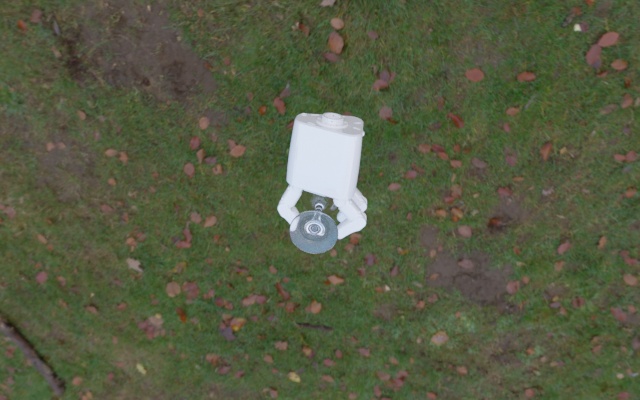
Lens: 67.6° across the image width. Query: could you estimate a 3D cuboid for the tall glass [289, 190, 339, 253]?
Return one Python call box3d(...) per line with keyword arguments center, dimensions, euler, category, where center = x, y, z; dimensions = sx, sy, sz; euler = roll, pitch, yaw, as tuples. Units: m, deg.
box3d(center=(0.000, 0.003, 0.802), dimensions=(0.079, 0.079, 0.201), euler=(0, 27, 7), category="tall glass")
